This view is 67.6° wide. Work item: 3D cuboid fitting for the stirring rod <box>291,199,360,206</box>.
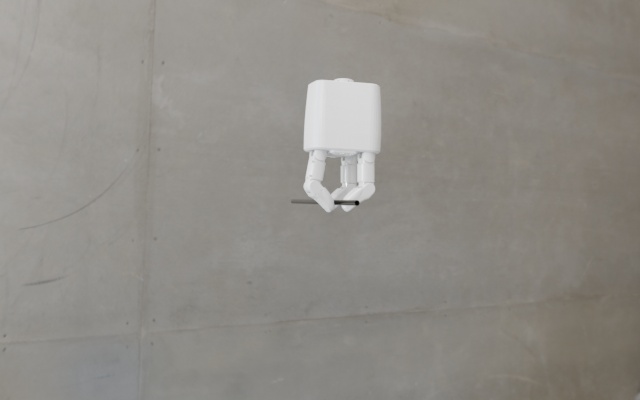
[{"bbox_3d":[0.000,0.003,0.789,0.011,0.011,0.239,0,0,-26],"label":"stirring rod"}]
